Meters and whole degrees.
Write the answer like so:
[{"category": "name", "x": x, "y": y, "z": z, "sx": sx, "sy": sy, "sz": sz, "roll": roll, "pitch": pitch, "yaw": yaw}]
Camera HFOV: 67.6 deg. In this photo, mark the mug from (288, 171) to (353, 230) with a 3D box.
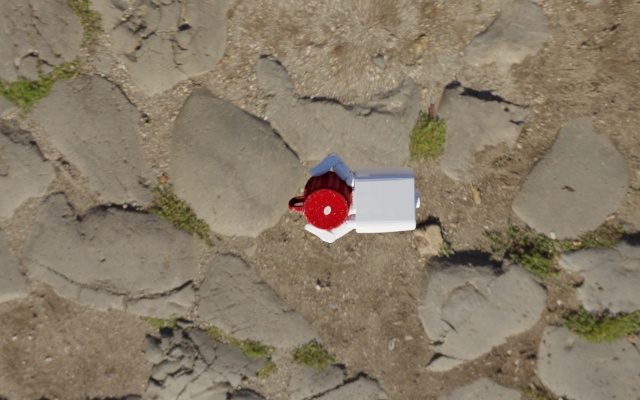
[{"category": "mug", "x": -0.001, "y": 0.003, "z": 0.854, "sx": 0.117, "sy": 0.093, "sz": 0.081, "roll": -2, "pitch": 19, "yaw": 5}]
